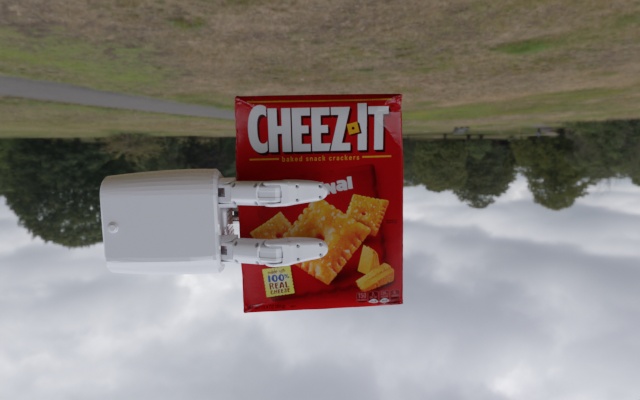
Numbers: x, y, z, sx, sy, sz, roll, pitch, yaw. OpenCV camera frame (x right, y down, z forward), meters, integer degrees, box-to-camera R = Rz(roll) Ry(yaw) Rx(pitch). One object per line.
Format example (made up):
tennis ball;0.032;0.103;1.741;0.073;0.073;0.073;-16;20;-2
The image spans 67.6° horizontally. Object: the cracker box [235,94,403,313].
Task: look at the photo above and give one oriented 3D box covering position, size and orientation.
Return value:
cracker box;0.000;0.002;0.490;0.164;0.214;0.072;-2;7;-3
